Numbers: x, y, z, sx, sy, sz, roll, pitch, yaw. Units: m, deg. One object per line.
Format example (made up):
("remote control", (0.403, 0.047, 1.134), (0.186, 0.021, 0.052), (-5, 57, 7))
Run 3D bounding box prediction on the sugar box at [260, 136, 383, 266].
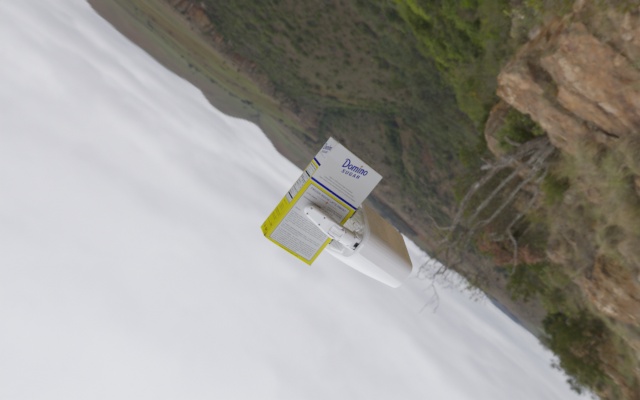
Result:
("sugar box", (0.000, 0.002, 0.710), (0.093, 0.176, 0.048), (35, 7, -26))
